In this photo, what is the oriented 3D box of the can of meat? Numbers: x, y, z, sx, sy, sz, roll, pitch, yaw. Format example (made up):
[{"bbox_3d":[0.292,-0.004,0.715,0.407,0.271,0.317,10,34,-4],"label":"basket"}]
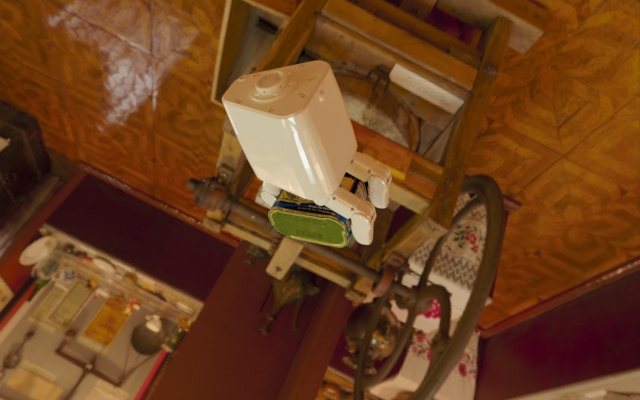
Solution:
[{"bbox_3d":[0.000,0.002,0.560,0.102,0.084,0.057,8,-39,24],"label":"can of meat"}]
